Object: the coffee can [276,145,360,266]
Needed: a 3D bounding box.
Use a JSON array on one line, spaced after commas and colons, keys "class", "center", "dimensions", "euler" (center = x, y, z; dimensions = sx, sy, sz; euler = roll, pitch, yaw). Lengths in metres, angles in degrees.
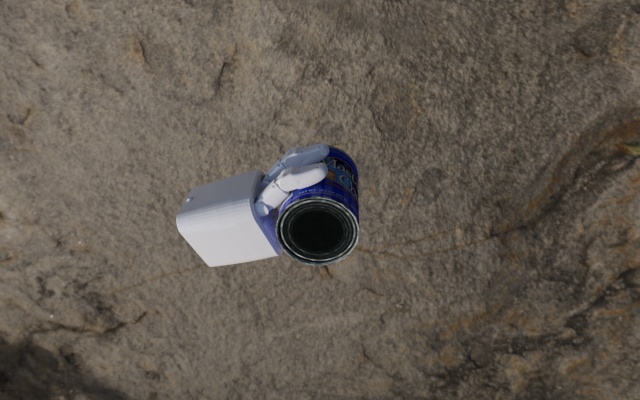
[{"class": "coffee can", "center": [0.000, 0.002, 0.633], "dimensions": [0.103, 0.103, 0.140], "euler": [0, 32, 3]}]
